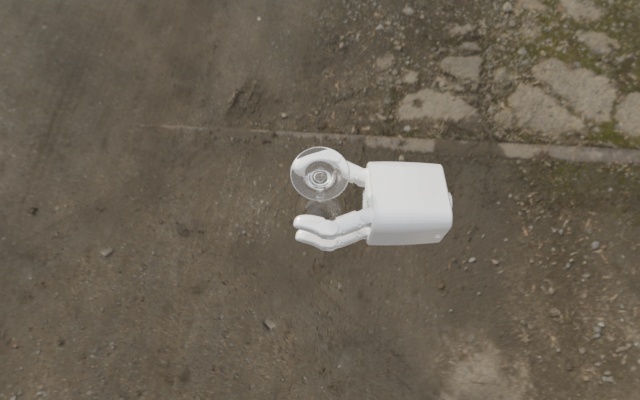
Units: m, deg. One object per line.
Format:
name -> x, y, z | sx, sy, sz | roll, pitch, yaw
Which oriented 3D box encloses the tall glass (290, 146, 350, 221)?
tall glass -> 0.000, 0.002, 0.683 | 0.079, 0.079, 0.201 | 0, -21, 0
